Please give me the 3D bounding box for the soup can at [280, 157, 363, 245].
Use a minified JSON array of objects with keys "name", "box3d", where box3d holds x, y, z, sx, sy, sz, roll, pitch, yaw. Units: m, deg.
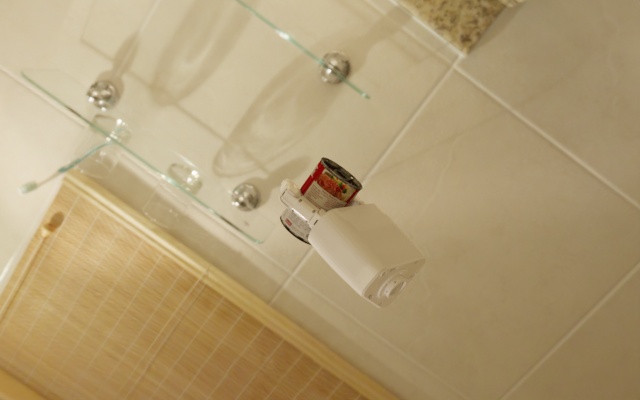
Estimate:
[{"name":"soup can","box3d":[0.000,0.002,0.648,0.068,0.102,0.068,34,15,-11]}]
